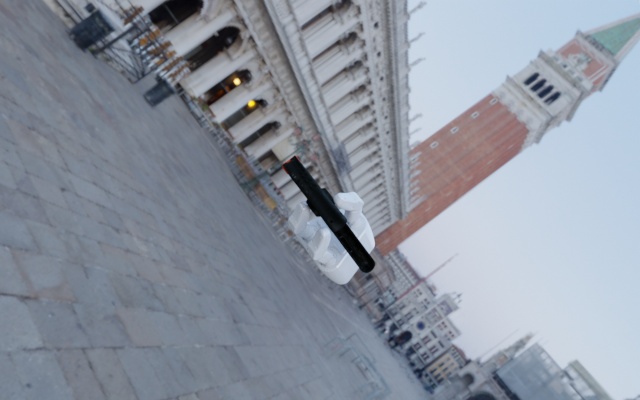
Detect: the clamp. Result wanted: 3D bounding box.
[{"bbox_3d":[0.001,0.001,0.694,0.036,0.210,0.165,-36,-28,-2],"label":"clamp"}]
